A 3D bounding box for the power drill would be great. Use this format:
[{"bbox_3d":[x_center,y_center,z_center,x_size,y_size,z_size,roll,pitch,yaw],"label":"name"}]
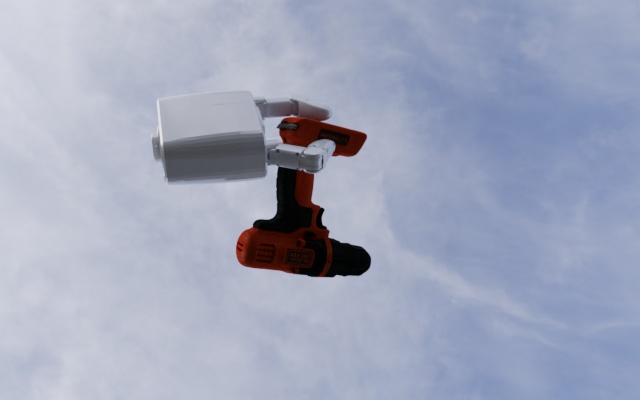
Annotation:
[{"bbox_3d":[0.000,0.001,0.584,0.184,0.187,0.057,10,2,-32],"label":"power drill"}]
